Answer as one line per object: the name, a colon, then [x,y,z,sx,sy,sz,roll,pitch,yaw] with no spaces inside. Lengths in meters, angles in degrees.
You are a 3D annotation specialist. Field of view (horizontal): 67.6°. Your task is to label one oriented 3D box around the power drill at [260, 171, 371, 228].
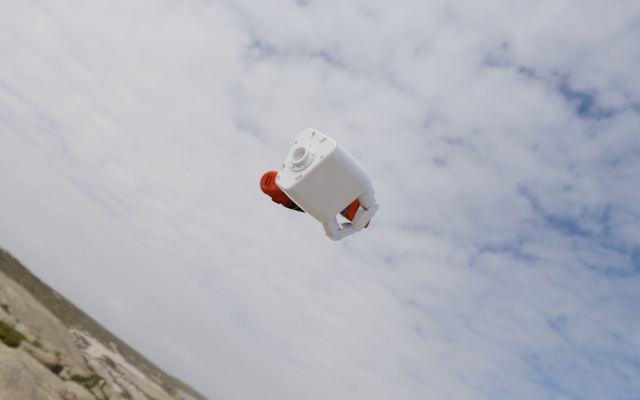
power drill: [0.000,0.003,0.893,0.187,0.057,0.184,12,-8,24]
